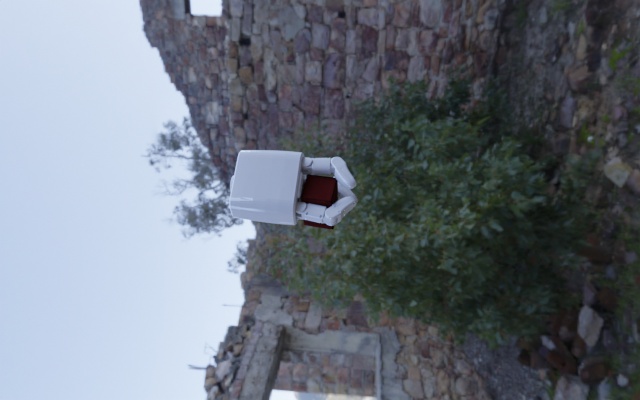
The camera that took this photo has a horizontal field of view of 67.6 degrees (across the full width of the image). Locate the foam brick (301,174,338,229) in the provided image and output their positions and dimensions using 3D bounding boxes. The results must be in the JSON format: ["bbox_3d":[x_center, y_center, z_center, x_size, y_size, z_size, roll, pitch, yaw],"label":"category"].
[{"bbox_3d":[0.000,0.003,0.787,0.051,0.053,0.078,6,-38,7],"label":"foam brick"}]
